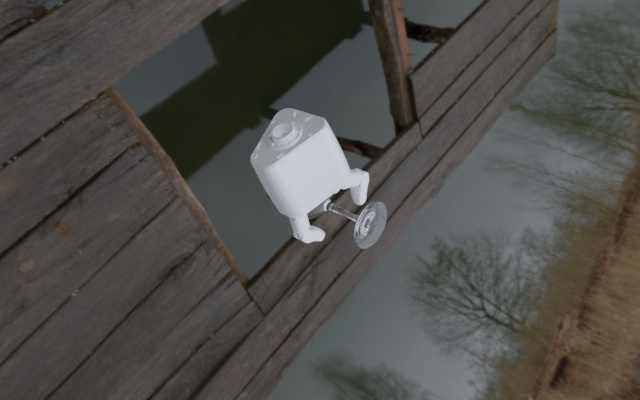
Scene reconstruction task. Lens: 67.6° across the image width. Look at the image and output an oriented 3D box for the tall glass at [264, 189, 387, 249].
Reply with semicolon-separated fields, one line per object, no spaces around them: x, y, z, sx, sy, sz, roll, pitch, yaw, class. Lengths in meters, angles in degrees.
0.001;0.003;0.739;0.201;0.079;0.079;24;15;37;tall glass
